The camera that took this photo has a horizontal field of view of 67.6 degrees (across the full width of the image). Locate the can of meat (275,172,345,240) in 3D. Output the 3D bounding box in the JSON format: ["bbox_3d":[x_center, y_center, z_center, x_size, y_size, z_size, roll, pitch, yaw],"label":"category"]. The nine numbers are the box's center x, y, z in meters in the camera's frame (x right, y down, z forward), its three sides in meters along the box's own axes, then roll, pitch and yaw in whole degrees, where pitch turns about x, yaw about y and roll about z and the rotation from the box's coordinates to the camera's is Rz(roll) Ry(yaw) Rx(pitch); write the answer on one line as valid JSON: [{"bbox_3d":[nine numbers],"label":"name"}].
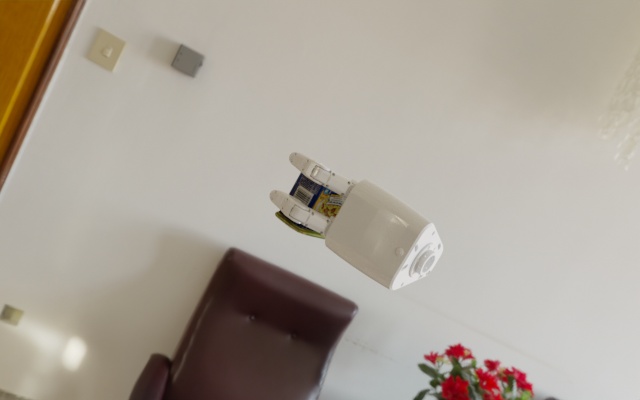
[{"bbox_3d":[0.000,0.002,0.649,0.057,0.084,0.102,35,10,35],"label":"can of meat"}]
